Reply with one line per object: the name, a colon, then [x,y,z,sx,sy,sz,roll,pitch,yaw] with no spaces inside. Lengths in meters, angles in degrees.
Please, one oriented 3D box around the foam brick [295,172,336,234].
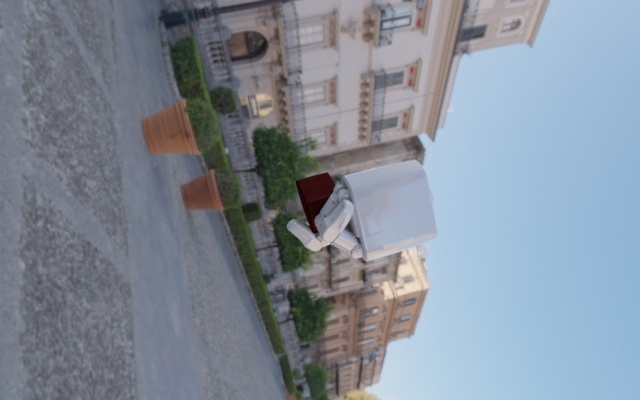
foam brick: [0.000,0.002,0.691,0.051,0.053,0.078,-17,31,-5]
